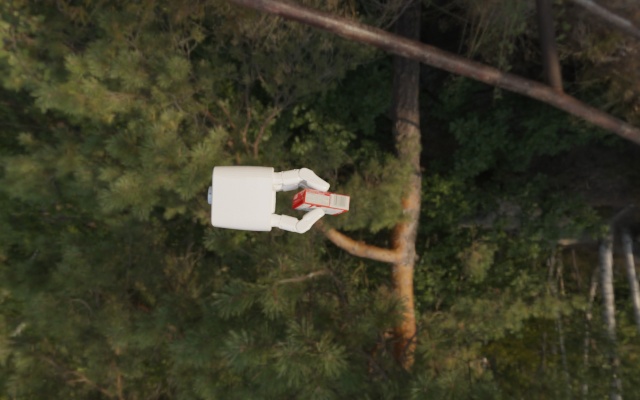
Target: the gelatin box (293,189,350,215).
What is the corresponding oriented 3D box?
[{"bbox_3d":[0.000,0.003,0.884,0.089,0.030,0.073,10,-11,-16],"label":"gelatin box"}]
